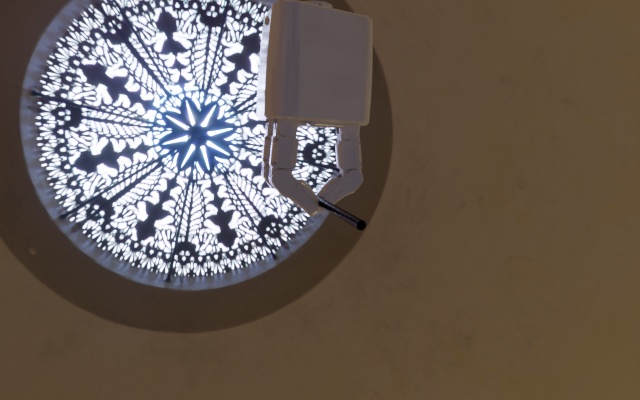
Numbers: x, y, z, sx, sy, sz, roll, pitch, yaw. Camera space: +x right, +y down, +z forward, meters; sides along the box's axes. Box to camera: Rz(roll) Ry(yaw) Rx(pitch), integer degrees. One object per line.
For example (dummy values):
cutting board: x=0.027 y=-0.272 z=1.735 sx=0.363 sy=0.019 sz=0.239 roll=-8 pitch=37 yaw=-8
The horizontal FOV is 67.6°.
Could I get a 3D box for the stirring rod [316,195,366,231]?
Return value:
stirring rod: x=0.000 y=0.001 z=0.472 sx=0.011 sy=0.011 sz=0.239 roll=0 pitch=8 yaw=-15
